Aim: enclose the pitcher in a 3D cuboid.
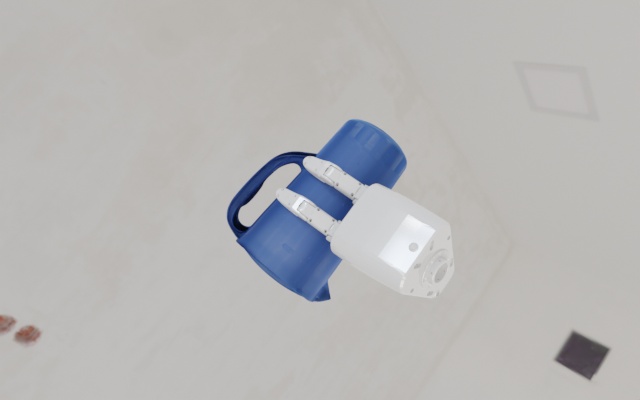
[{"bbox_3d":[0.000,0.002,0.657,0.145,0.243,0.149,31,-12,39],"label":"pitcher"}]
